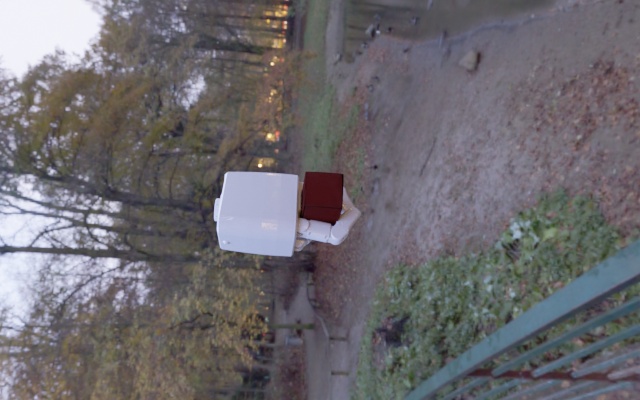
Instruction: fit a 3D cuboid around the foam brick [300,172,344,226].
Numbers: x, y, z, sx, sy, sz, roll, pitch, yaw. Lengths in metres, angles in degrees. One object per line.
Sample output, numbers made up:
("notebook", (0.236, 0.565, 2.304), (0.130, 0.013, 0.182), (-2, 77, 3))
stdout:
("foam brick", (0.000, 0.002, 0.652), (0.051, 0.053, 0.078), (5, -27, -5))
